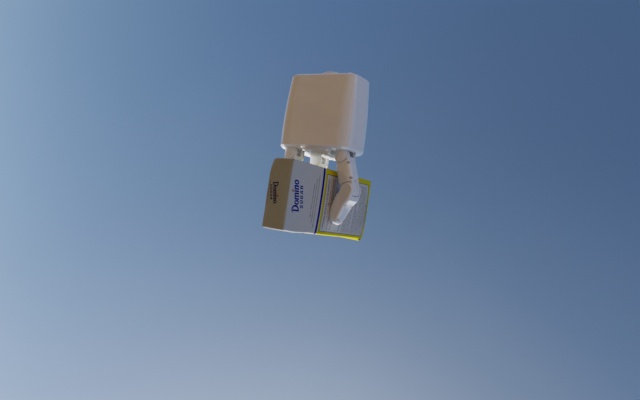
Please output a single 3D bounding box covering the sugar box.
[{"bbox_3d":[0.000,0.002,0.666,0.048,0.093,0.176,7,-4,42],"label":"sugar box"}]
